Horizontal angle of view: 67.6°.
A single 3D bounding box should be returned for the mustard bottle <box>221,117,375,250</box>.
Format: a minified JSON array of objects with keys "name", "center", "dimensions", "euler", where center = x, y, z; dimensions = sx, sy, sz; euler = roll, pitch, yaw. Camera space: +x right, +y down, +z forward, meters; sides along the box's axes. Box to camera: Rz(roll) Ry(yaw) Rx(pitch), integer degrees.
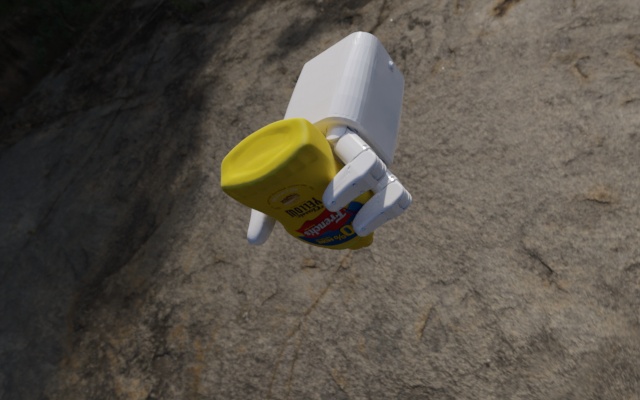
[{"name":"mustard bottle","center":[0.000,0.002,0.465],"dimensions":[0.096,0.058,0.192],"euler":[-26,-39,22]}]
